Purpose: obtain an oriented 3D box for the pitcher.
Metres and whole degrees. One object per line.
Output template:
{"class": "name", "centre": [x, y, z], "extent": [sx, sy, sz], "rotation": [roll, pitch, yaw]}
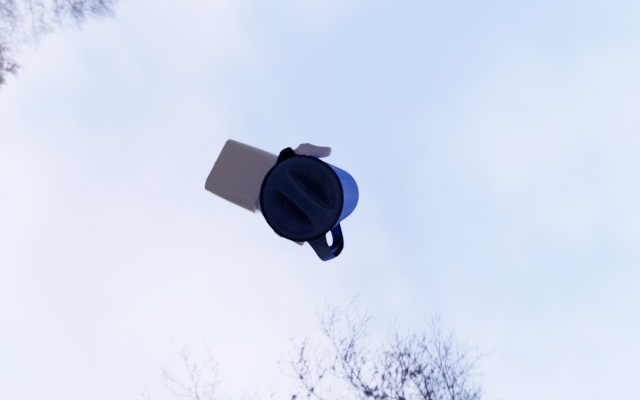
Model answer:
{"class": "pitcher", "centre": [0.000, 0.003, 0.830], "extent": [0.145, 0.149, 0.243], "rotation": [23, 7, 12]}
